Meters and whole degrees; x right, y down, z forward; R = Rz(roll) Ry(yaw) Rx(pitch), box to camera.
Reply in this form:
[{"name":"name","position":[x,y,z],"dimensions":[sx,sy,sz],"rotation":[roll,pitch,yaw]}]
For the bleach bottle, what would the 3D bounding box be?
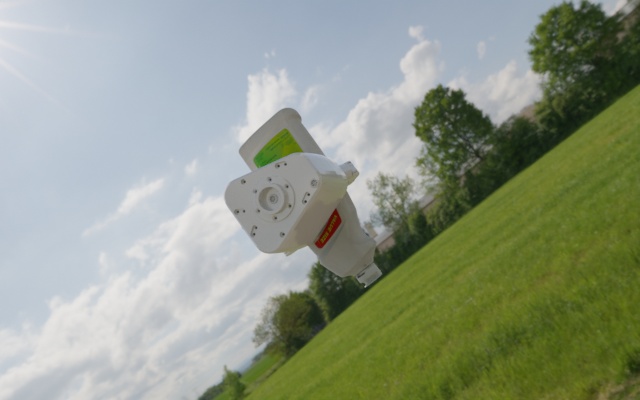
[{"name":"bleach bottle","position":[0.000,0.002,0.642],"dimensions":[0.102,0.251,0.068],"rotation":[-40,-10,13]}]
